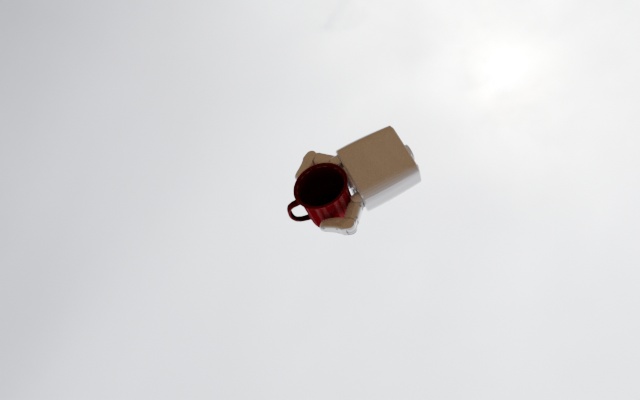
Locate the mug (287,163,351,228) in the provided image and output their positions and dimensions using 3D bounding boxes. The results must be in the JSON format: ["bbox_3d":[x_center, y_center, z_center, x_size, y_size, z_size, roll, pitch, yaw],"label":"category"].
[{"bbox_3d":[-0.001,0.003,0.806,0.117,0.093,0.082,-27,-39,1],"label":"mug"}]
